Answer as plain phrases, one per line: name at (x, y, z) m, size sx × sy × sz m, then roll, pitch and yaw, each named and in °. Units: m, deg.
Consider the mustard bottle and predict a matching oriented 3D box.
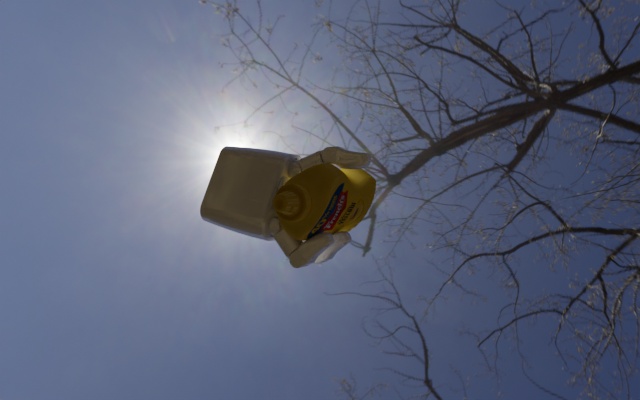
mustard bottle at (0.000, 0.002, 0.572) m, size 0.058 × 0.096 × 0.191 m, roll 39°, pitch 16°, yaw 21°
